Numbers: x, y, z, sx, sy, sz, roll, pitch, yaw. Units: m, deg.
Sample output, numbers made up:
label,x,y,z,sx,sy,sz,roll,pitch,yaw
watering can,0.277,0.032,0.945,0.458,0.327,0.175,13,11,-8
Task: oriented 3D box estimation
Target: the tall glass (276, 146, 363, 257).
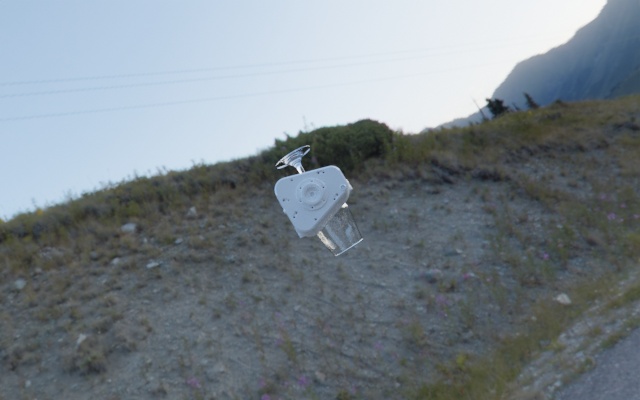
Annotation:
label,x,y,z,sx,sy,sz,roll,pitch,yaw
tall glass,0.000,0.002,0.878,0.079,0.201,0.079,-31,-6,-4
